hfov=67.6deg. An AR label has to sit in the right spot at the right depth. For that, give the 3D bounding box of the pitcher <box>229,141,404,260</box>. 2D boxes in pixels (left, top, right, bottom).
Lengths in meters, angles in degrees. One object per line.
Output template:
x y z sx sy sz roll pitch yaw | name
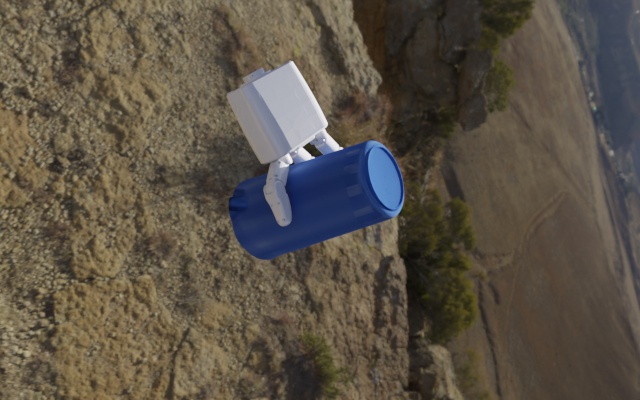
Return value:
0.000 0.002 0.702 0.243 0.145 0.149 -18 18 36 | pitcher
